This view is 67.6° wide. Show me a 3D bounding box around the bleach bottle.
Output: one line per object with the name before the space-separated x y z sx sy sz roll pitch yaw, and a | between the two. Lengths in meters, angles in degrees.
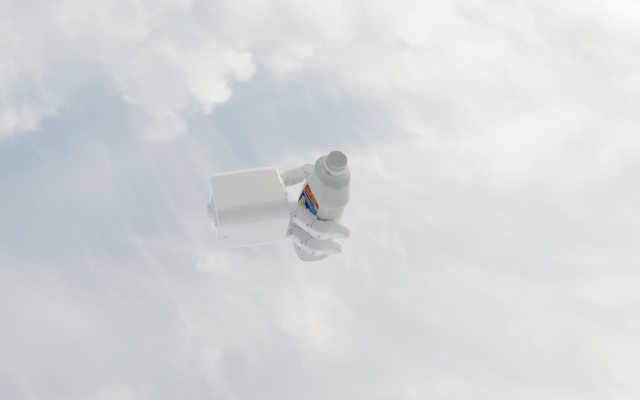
bleach bottle | 0.000 0.003 0.751 0.068 0.102 0.251 -8 -30 -16
